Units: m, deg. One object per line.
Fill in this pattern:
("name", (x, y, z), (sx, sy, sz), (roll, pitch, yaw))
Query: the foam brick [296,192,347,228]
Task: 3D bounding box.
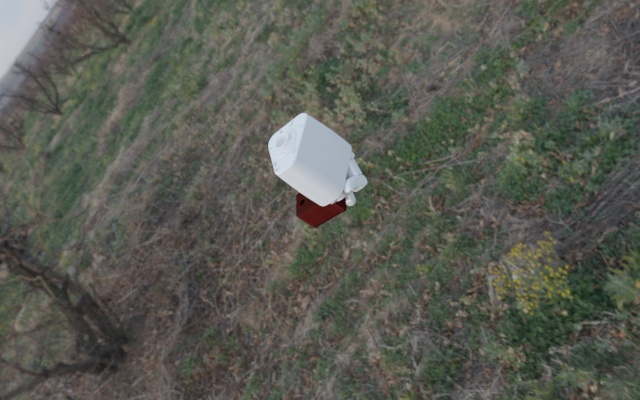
("foam brick", (0.000, 0.003, 0.844), (0.078, 0.053, 0.051), (-32, -47, 32))
